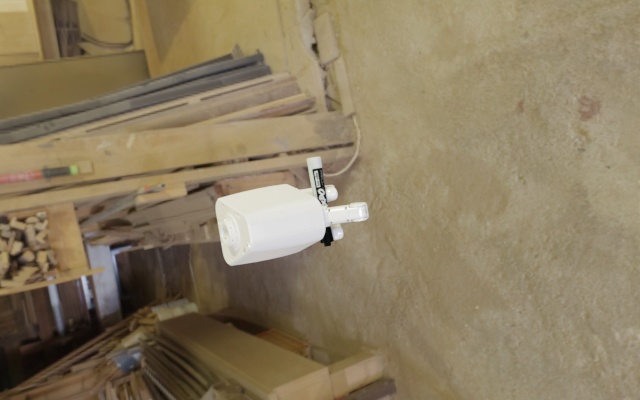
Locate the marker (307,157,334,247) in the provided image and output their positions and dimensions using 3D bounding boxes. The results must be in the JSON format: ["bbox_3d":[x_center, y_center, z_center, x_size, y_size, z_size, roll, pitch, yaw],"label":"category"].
[{"bbox_3d":[0.000,0.002,0.643,0.020,0.121,0.020,-9,3,0],"label":"marker"}]
